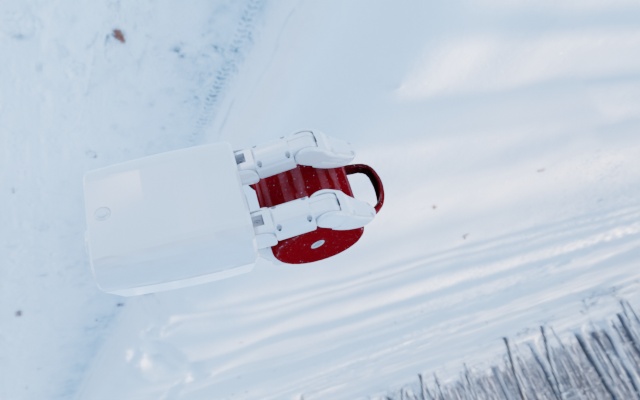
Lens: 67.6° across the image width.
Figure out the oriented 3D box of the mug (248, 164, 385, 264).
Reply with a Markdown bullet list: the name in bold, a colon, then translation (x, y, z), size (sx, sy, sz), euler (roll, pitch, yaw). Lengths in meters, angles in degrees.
- **mug**: translation (0.002, 0.001, 0.421), size (0.117, 0.081, 0.093), euler (-13, -26, -12)
